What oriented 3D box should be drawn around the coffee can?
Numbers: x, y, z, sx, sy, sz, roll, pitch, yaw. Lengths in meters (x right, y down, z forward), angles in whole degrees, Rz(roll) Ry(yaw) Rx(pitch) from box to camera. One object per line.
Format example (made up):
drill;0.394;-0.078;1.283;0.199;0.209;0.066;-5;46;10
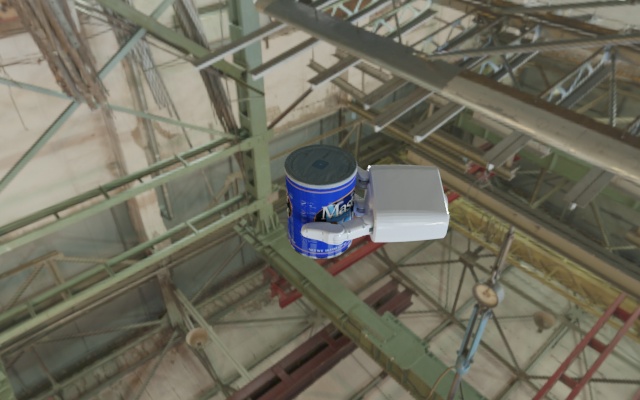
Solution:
coffee can;0.000;0.002;0.713;0.103;0.140;0.102;0;39;0
